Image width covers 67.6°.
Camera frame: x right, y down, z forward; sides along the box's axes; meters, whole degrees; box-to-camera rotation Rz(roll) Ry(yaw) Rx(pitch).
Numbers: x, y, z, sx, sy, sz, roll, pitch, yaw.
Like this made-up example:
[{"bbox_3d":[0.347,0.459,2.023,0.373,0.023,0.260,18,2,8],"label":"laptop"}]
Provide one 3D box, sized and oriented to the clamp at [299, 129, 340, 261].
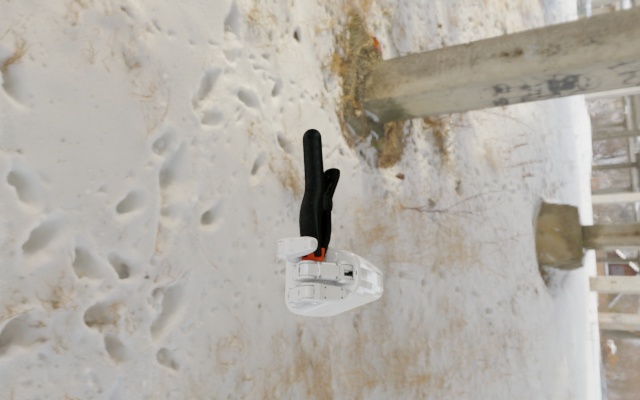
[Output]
[{"bbox_3d":[0.001,0.002,0.649,0.039,0.171,0.120,-2,-17,24],"label":"clamp"}]
